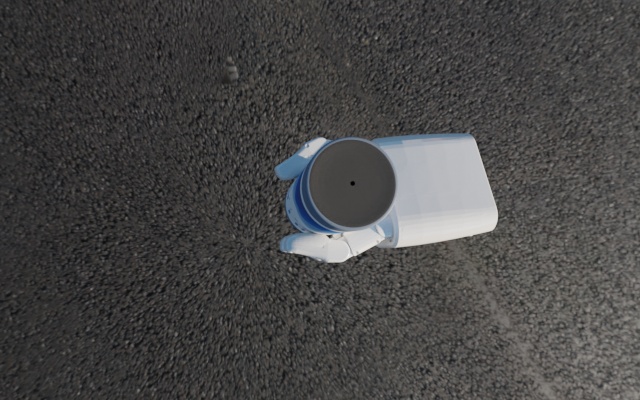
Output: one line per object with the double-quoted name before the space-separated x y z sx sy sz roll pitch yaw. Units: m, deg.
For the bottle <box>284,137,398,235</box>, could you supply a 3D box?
"bottle" 0.000 0.002 0.476 0.069 0.069 0.296 0 -5 -9
